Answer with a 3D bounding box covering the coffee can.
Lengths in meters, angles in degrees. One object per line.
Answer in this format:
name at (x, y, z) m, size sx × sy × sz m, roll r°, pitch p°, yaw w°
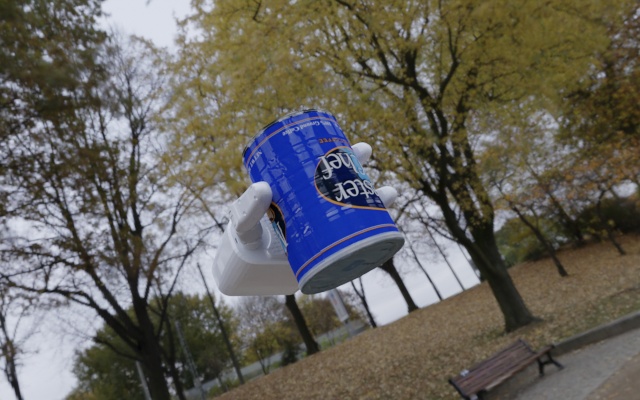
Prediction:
coffee can at (0.000, 0.002, 0.445) m, size 0.103 × 0.140 × 0.103 m, roll -23°, pitch -21°, yaw -10°
